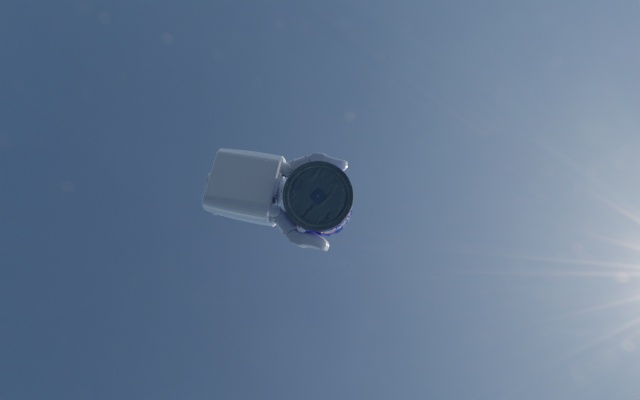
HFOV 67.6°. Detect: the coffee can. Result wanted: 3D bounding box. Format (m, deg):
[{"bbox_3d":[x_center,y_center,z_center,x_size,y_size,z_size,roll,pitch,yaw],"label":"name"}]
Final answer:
[{"bbox_3d":[0.000,0.002,0.753,0.103,0.103,0.140,0,-8,3],"label":"coffee can"}]
